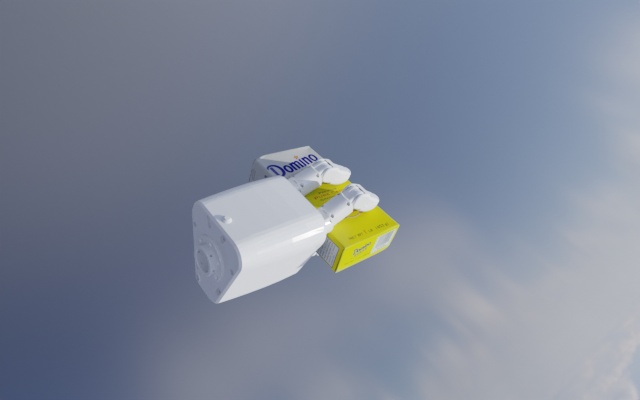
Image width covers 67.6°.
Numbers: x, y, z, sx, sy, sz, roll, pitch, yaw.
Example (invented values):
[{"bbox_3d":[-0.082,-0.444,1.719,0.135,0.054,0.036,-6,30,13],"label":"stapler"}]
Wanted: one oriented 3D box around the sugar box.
[{"bbox_3d":[0.000,0.002,0.580,0.093,0.048,0.176,-18,51,-39],"label":"sugar box"}]
